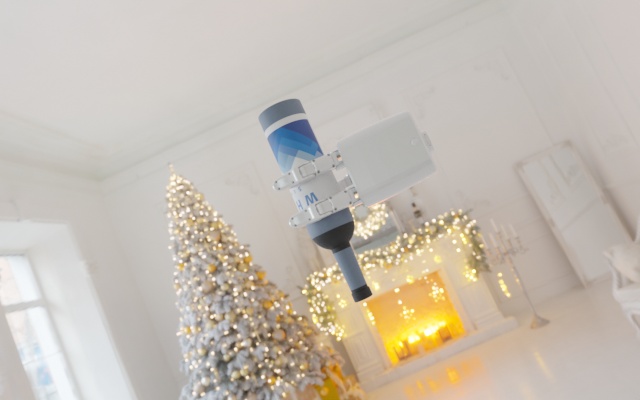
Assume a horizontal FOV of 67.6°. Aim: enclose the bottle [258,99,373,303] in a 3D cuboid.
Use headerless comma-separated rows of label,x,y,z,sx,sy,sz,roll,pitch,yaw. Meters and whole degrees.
bottle,0.000,0.002,0.675,0.069,0.295,0.069,-24,-6,-3
